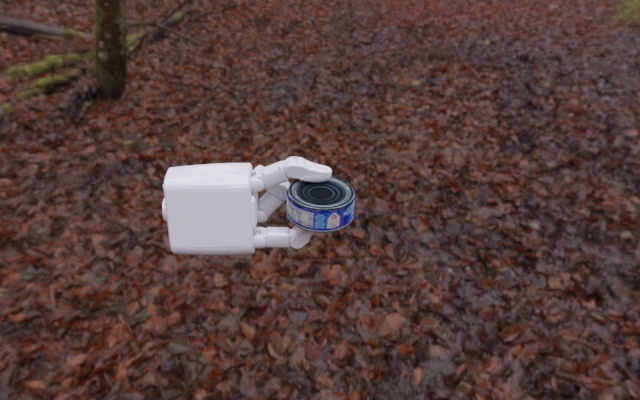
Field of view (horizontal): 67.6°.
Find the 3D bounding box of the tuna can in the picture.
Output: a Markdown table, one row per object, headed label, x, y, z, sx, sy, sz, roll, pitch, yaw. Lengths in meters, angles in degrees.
| label | x | y | z | sx | sy | sz | roll | pitch | yaw |
| --- | --- | --- | --- | --- | --- | --- | --- | --- | --- |
| tuna can | 0.000 | 0.001 | 0.596 | 0.086 | 0.034 | 0.086 | 3 | 32 | -2 |
